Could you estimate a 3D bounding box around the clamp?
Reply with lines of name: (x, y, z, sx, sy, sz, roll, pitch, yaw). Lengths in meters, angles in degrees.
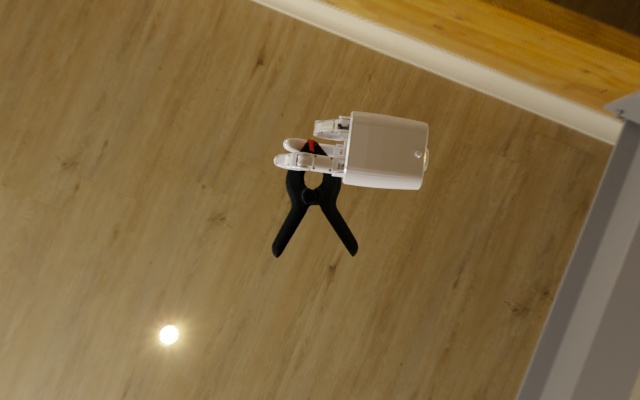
clamp: (0.000, 0.002, 0.671, 0.120, 0.171, 0.039, 7, -2, 1)
